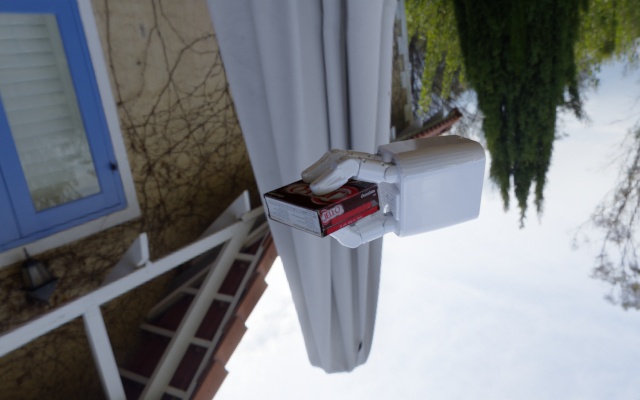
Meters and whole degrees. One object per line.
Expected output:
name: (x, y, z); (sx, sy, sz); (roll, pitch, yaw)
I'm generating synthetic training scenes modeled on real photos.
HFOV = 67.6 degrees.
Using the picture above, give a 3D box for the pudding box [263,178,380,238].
pudding box: (0.000, 0.002, 0.567); (0.090, 0.039, 0.113); (-22, 21, -34)
